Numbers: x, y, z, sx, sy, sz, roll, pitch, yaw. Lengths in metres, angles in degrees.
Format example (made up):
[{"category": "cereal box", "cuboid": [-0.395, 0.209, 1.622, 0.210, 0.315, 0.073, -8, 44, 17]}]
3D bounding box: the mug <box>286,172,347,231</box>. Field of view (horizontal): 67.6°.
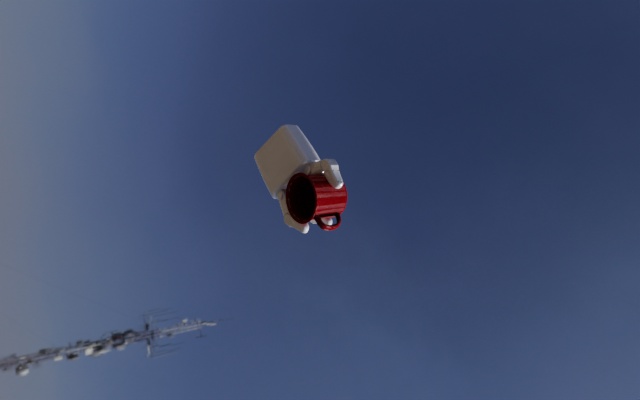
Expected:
[{"category": "mug", "cuboid": [0.001, 0.004, 0.874, 0.081, 0.117, 0.093, -5, -34, -39]}]
